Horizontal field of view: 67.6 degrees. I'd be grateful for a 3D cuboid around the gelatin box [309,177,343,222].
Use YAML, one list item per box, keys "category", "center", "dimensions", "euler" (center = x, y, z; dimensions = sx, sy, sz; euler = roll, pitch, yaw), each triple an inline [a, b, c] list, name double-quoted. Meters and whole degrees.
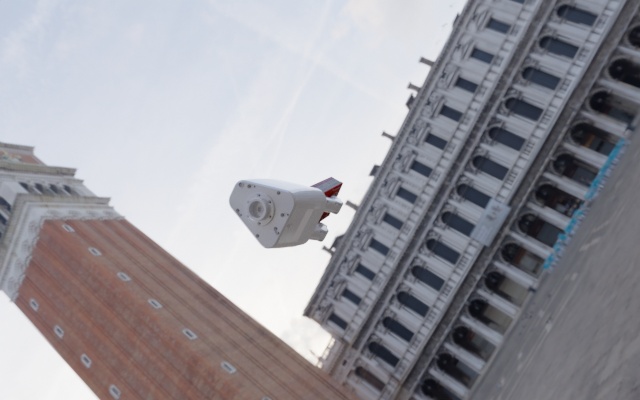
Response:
- category: "gelatin box"
  center: [0.000, 0.002, 0.849]
  dimensions: [0.030, 0.073, 0.089]
  euler: [30, 25, 17]
